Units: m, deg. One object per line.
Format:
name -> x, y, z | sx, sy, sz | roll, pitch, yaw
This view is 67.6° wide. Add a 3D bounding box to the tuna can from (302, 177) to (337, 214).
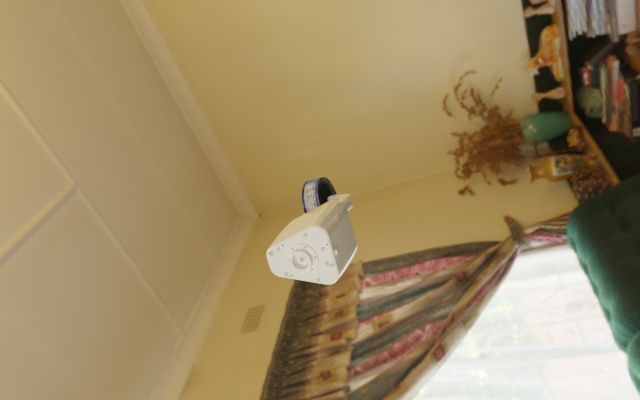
tuna can -> 0.000, 0.003, 0.851 | 0.034, 0.086, 0.086 | -12, -5, 24
